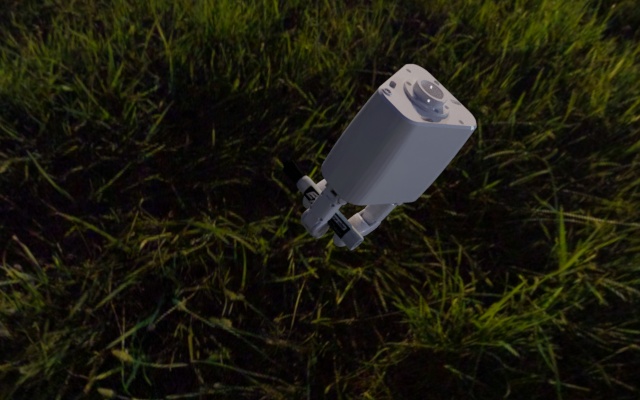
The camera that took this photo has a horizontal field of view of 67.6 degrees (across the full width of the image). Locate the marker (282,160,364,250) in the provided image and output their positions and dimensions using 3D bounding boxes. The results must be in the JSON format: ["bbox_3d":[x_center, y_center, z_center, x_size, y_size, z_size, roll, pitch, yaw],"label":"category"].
[{"bbox_3d":[0.000,0.002,0.509,0.020,0.121,0.020,-37,-16,-13],"label":"marker"}]
